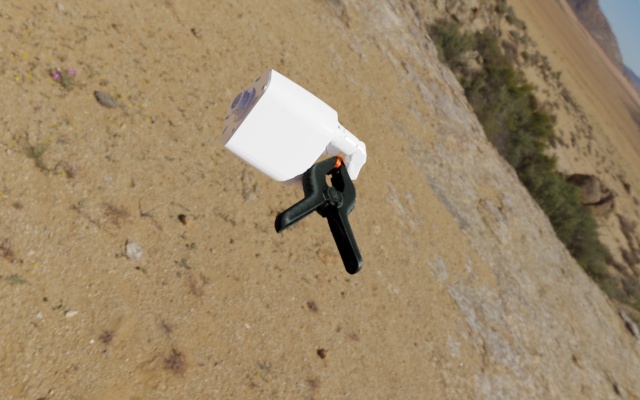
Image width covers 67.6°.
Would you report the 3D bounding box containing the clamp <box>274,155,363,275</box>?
[{"bbox_3d":[0.001,0.002,0.597,0.120,0.171,0.039,30,-51,-29],"label":"clamp"}]
